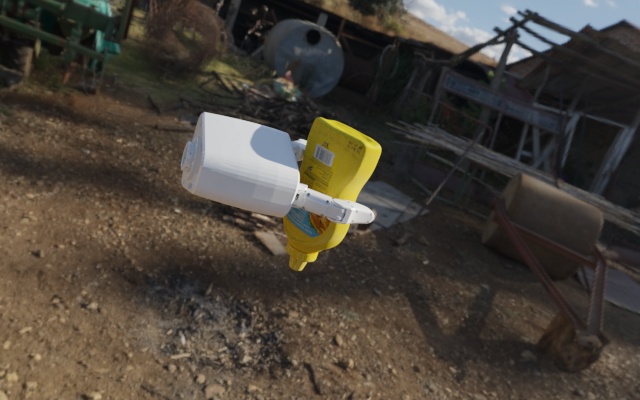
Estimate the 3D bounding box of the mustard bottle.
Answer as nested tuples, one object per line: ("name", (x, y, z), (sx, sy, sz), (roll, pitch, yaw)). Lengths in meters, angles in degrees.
("mustard bottle", (0.000, 0.002, 0.591), (0.058, 0.192, 0.096), (3, 25, -47))
